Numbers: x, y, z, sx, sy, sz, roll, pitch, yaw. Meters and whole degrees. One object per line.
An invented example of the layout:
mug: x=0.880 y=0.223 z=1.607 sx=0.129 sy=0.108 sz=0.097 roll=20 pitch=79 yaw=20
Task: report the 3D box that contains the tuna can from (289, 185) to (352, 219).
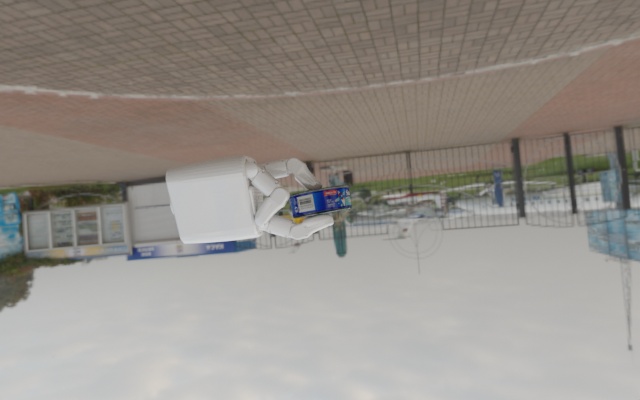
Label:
tuna can: x=0.000 y=0.003 z=0.672 sx=0.086 sy=0.034 sz=0.086 roll=-10 pitch=-2 yaw=0
